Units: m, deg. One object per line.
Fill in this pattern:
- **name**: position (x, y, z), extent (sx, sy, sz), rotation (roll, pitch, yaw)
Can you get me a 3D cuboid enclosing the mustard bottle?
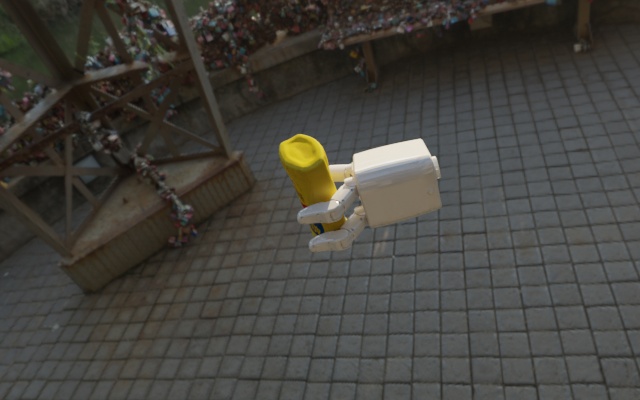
- **mustard bottle**: position (0.000, 0.002, 0.699), extent (0.058, 0.192, 0.096), rotation (-29, 38, -10)
